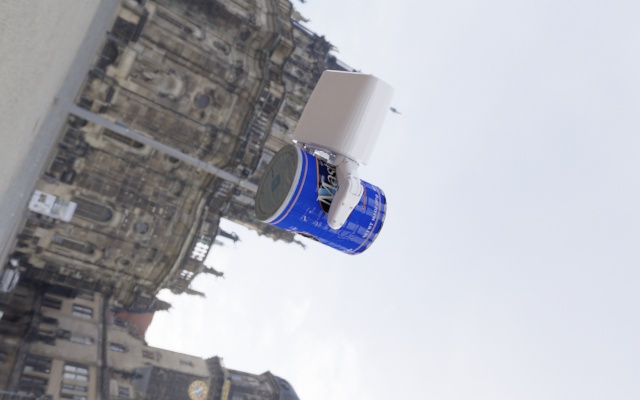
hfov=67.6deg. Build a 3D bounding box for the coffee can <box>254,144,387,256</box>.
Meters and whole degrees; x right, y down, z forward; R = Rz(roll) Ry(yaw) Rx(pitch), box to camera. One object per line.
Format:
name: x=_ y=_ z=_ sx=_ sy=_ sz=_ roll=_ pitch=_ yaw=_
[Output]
coffee can: x=0.000 y=0.002 z=0.621 sx=0.140 sy=0.103 sz=0.103 roll=24 pitch=-12 yaw=-28
